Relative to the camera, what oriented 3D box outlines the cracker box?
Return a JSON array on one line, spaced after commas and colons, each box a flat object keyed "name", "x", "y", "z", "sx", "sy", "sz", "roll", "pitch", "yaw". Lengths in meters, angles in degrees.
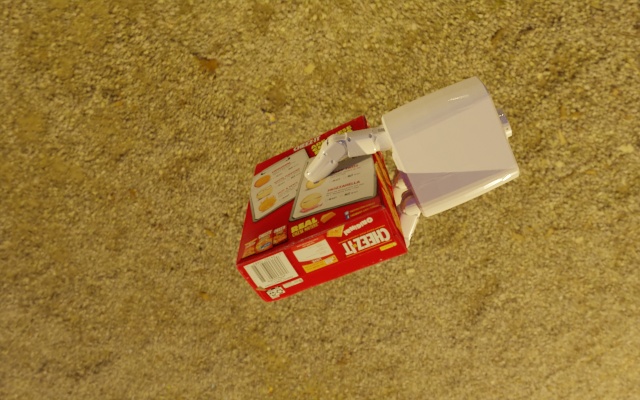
[{"name": "cracker box", "x": 0.000, "y": 0.002, "z": 0.558, "sx": 0.164, "sy": 0.072, "sz": 0.213, "roll": -23, "pitch": 30, "yaw": 13}]
